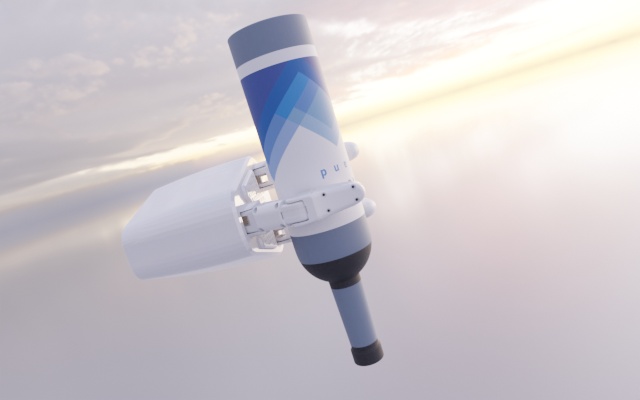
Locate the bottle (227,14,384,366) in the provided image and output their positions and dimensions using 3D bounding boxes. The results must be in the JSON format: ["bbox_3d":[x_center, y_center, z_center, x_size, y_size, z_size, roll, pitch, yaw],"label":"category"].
[{"bbox_3d":[0.000,0.001,0.405,0.069,0.296,0.069,-17,8,2],"label":"bottle"}]
